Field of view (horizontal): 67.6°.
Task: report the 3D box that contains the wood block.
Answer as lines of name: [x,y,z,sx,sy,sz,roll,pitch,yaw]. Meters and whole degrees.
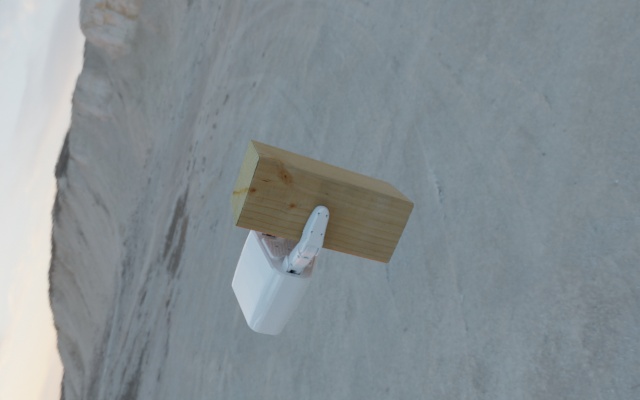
wood block: [0.000,0.002,0.613,0.206,0.090,0.090,16,16,-20]
